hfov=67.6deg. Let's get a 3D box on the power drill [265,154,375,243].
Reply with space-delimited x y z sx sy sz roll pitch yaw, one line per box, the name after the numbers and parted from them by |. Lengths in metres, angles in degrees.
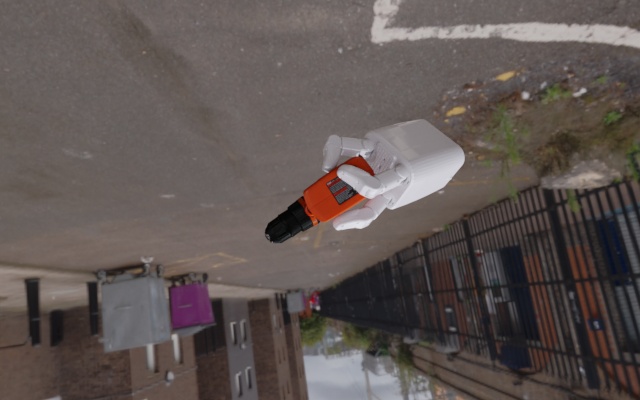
0.000 0.002 0.721 0.184 0.057 0.187 -35 1 -12 | power drill
